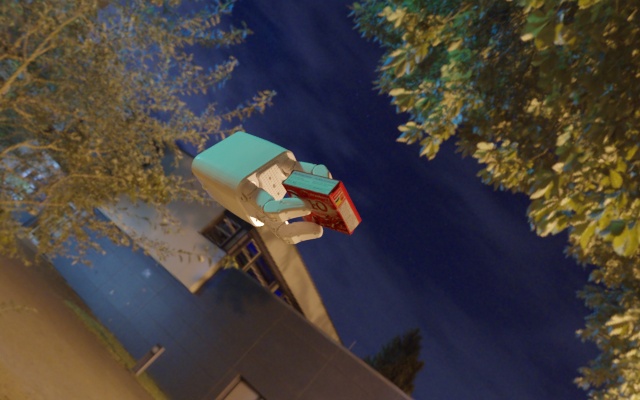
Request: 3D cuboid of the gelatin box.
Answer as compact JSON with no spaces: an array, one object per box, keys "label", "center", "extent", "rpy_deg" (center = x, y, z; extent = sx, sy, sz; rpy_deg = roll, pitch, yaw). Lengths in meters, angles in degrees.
[{"label":"gelatin box","center":[0.001,0.002,0.613],"extent":[0.089,0.030,0.073],"rpy_deg":[15,-34,42]}]
